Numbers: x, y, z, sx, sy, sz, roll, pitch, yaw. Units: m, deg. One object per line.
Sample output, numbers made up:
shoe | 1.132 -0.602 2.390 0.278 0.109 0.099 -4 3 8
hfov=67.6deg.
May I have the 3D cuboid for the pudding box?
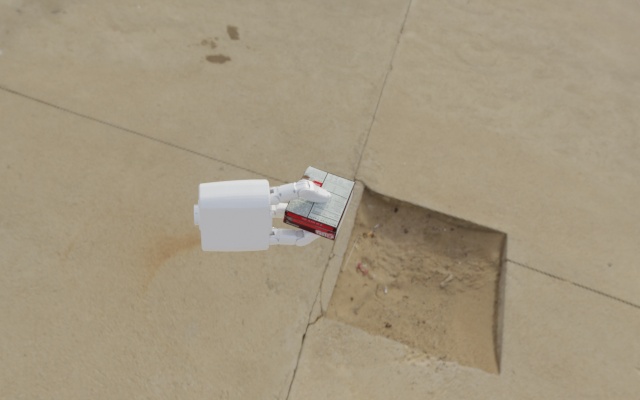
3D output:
pudding box | 0.000 0.002 0.785 0.090 0.113 0.039 20 -38 6
